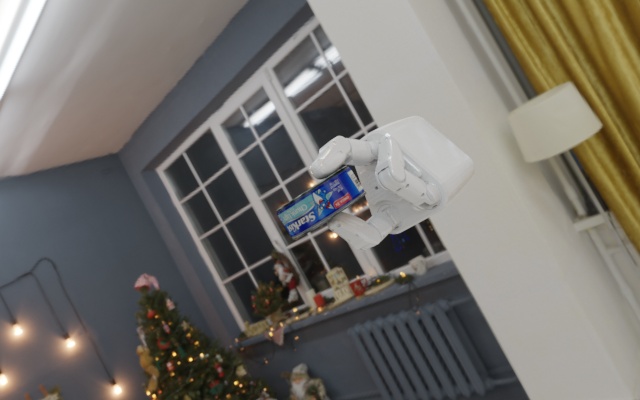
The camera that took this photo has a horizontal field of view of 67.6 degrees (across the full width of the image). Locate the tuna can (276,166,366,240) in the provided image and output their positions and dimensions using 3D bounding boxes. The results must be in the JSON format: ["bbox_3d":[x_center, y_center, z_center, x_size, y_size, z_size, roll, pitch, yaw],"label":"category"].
[{"bbox_3d":[0.000,0.001,0.466,0.086,0.034,0.086,-33,2,1],"label":"tuna can"}]
